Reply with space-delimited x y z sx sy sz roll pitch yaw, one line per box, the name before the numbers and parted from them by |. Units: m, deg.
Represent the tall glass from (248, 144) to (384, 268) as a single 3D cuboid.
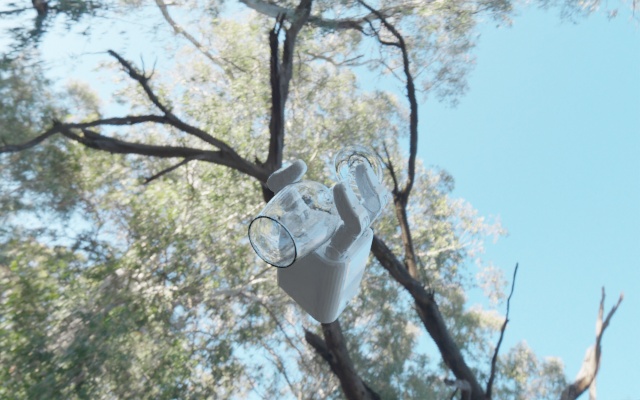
tall glass | 0.000 0.001 0.567 0.079 0.079 0.201 0 25 34
